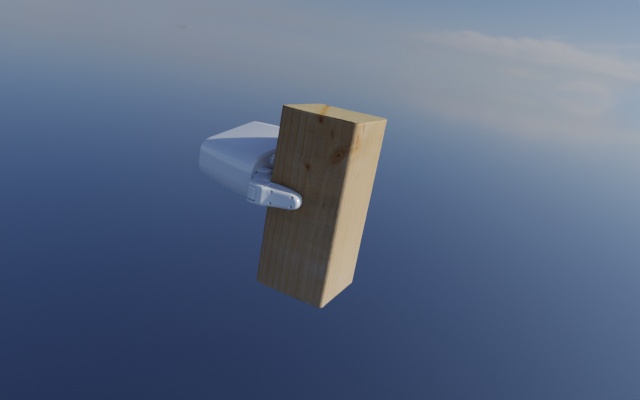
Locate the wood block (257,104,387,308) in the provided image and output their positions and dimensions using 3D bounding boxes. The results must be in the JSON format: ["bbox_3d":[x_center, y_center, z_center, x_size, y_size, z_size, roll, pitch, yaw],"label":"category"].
[{"bbox_3d":[0.000,0.002,0.544,0.090,0.206,0.091,18,19,24],"label":"wood block"}]
